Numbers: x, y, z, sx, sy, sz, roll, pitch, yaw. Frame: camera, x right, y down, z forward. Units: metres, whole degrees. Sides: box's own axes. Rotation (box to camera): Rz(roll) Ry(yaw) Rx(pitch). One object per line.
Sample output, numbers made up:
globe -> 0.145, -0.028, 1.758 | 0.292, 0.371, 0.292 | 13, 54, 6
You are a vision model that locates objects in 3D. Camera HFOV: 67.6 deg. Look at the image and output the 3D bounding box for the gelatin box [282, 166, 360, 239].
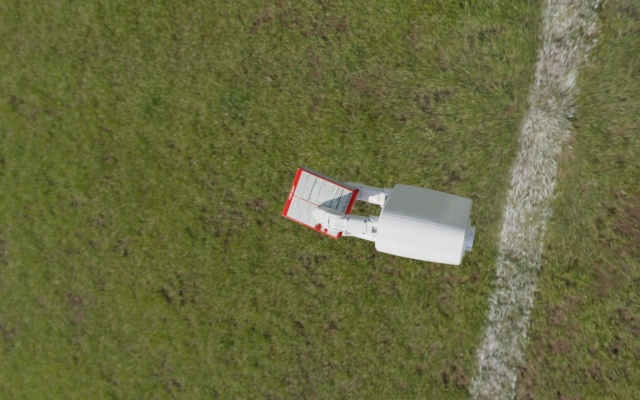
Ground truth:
gelatin box -> 0.000, 0.002, 0.663 | 0.089, 0.073, 0.030 | 23, 16, 10
